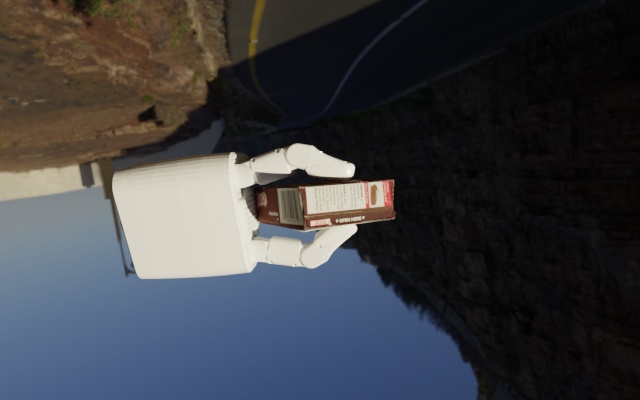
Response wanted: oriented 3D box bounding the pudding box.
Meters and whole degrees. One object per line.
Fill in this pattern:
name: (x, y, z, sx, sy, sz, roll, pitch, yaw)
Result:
pudding box: (0.000, 0.002, 0.436, 0.090, 0.039, 0.113, -6, 5, -26)
